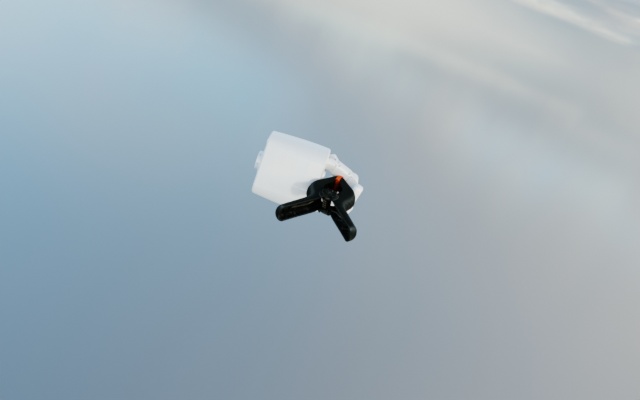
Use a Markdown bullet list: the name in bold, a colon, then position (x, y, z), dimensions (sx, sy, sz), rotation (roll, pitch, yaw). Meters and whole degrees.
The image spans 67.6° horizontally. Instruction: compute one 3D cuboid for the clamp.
- **clamp**: position (0.000, 0.002, 0.740), dimensions (0.120, 0.039, 0.171), rotation (18, 25, -2)
